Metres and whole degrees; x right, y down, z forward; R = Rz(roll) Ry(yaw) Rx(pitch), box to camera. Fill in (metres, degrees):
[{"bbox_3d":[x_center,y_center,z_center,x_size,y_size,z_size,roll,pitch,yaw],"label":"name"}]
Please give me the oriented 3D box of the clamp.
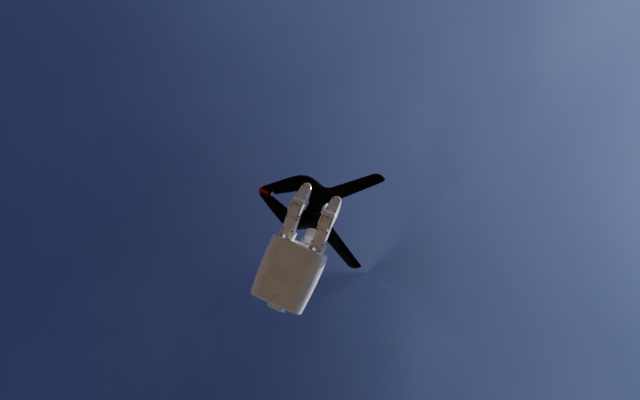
[{"bbox_3d":[0.000,0.003,0.816,0.210,0.164,0.036,22,-8,8],"label":"clamp"}]
